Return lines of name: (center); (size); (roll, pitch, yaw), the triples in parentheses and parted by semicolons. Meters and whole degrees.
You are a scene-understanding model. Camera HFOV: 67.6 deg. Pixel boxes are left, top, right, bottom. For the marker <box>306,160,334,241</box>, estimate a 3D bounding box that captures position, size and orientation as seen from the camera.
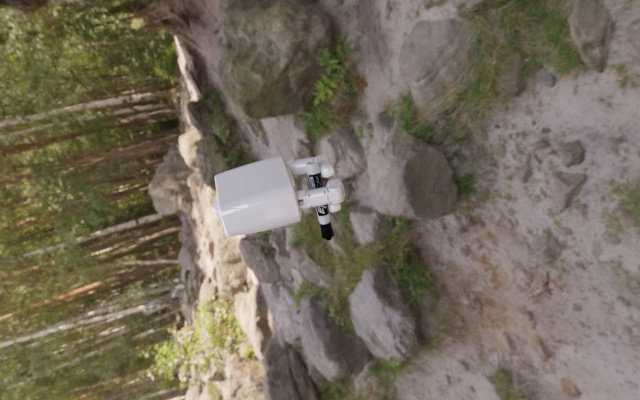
marker: (0.000, 0.002, 0.687); (0.020, 0.121, 0.020); (-11, 21, 4)
